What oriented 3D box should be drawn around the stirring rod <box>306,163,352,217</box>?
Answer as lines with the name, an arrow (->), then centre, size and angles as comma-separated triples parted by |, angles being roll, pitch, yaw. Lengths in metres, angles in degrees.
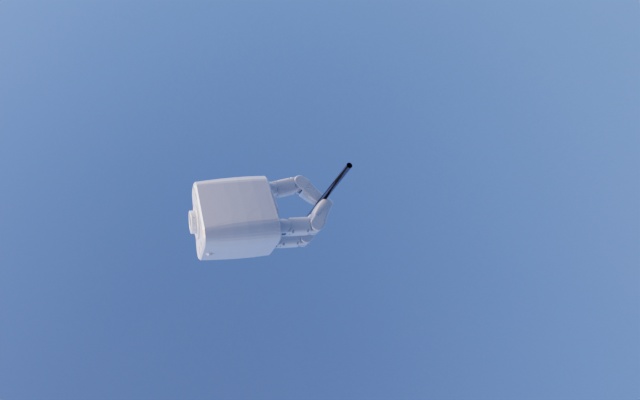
stirring rod -> 0.000, 0.002, 0.721 | 0.011, 0.011, 0.240 | 0, -23, -20
